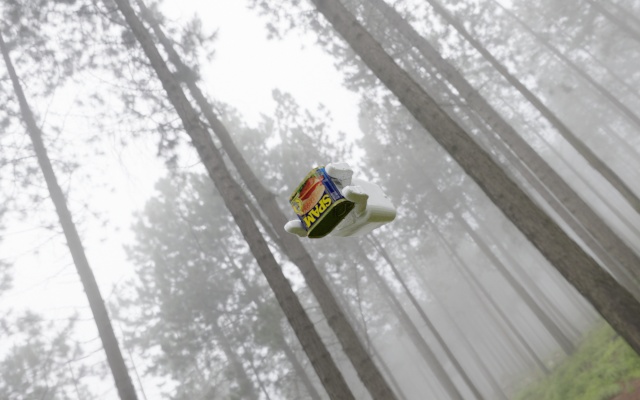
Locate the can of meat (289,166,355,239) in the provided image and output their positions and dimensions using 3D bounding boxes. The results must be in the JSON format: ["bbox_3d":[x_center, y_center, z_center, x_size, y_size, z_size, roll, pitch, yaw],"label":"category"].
[{"bbox_3d":[0.000,0.003,0.835,0.057,0.084,0.102,4,-44,-50],"label":"can of meat"}]
